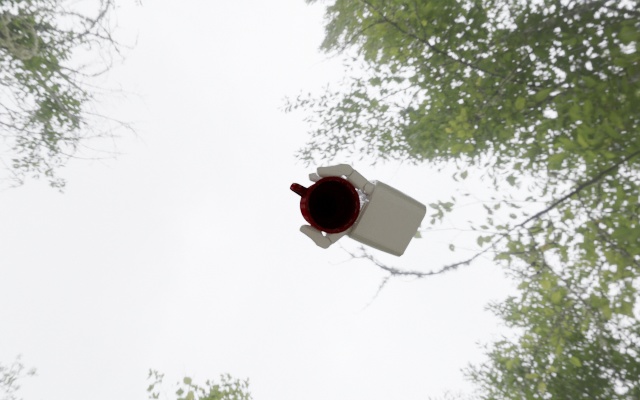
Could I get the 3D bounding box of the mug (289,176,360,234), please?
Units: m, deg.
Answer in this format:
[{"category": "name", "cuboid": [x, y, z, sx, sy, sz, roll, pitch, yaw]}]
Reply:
[{"category": "mug", "cuboid": [-0.001, 0.002, 0.803, 0.117, 0.093, 0.081, 26, -7, -13]}]
